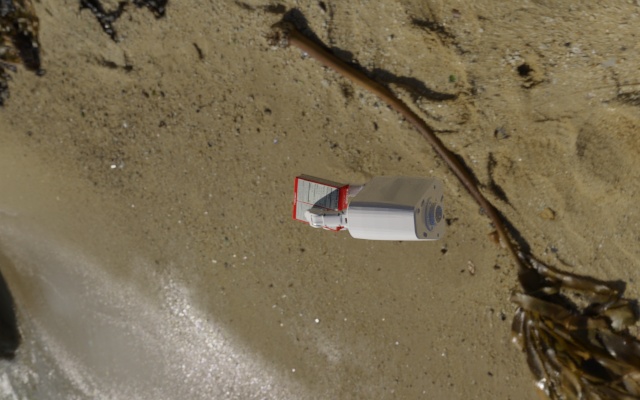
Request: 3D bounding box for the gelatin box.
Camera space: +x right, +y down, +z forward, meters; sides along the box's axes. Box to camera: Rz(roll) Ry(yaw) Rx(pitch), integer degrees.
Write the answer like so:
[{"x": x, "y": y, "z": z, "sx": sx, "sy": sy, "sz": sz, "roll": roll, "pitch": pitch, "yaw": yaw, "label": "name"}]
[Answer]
[{"x": 0.000, "y": 0.003, "z": 0.765, "sx": 0.089, "sy": 0.073, "sz": 0.030, "roll": 14, "pitch": 22, "yaw": 28, "label": "gelatin box"}]
